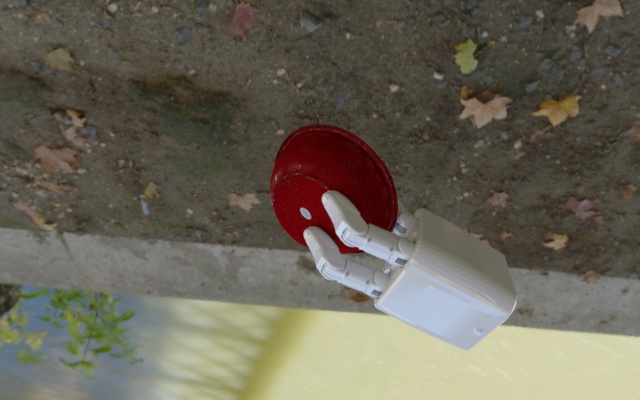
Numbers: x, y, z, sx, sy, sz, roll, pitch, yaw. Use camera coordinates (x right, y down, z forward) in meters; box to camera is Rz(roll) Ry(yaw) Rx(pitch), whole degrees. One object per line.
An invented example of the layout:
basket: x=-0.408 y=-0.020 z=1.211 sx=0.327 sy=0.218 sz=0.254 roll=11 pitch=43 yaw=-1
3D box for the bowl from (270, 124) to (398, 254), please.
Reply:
bowl: x=-0.001 y=0.001 z=0.522 sx=0.162 sy=0.162 sz=0.055 roll=0 pitch=27 yaw=37
